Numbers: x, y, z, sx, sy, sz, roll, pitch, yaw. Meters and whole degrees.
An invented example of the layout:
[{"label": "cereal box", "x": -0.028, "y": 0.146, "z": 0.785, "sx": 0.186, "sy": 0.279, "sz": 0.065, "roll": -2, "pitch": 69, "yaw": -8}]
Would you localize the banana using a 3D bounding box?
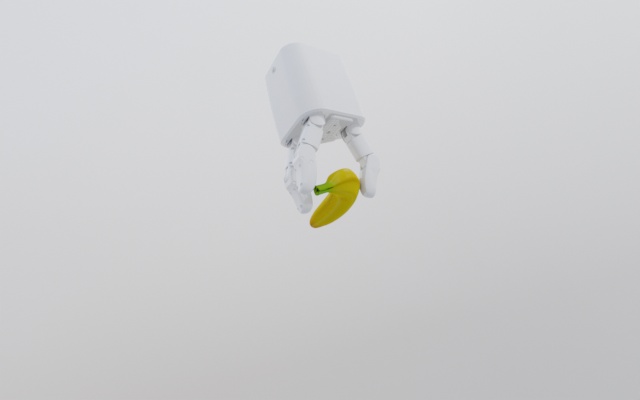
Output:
[{"label": "banana", "x": 0.018, "y": -0.004, "z": 0.647, "sx": 0.069, "sy": 0.037, "sz": 0.198, "roll": -17, "pitch": -16, "yaw": -7}]
